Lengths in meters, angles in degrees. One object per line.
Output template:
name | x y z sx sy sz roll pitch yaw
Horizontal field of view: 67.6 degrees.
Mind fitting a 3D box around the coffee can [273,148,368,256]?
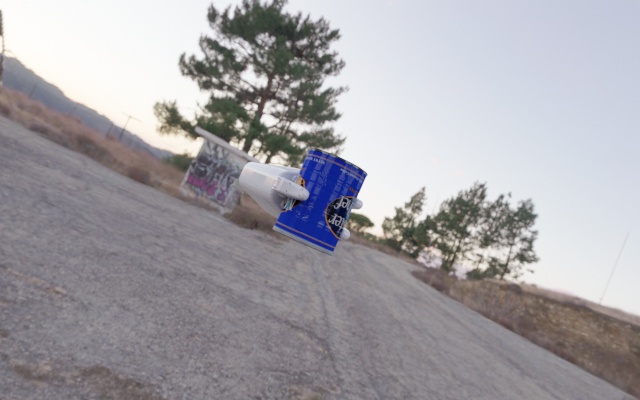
coffee can | 0.000 0.003 0.751 0.103 0.140 0.103 24 -4 2
